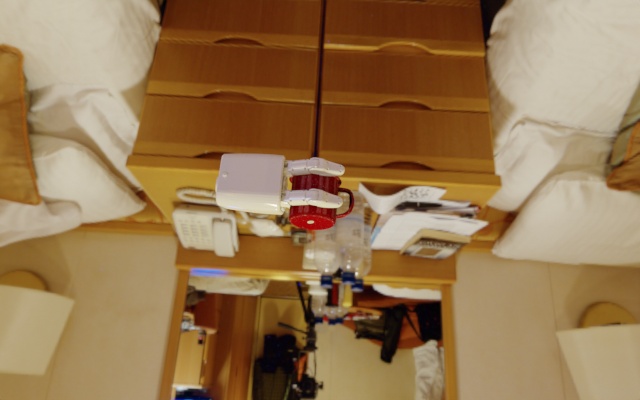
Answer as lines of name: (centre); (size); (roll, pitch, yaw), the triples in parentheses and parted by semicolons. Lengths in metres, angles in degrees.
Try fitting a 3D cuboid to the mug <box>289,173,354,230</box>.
mug: (0.002, 0.003, 0.831); (0.117, 0.081, 0.093); (4, -21, 1)
